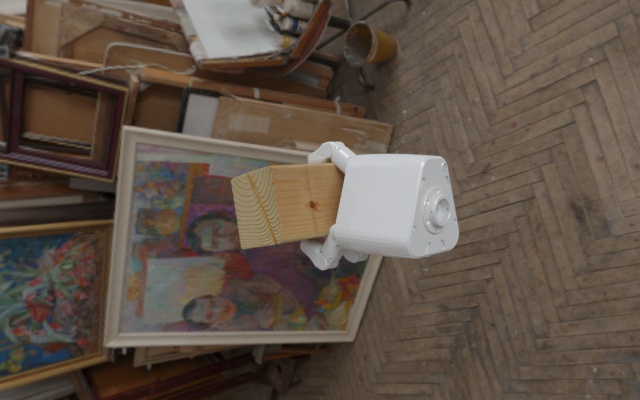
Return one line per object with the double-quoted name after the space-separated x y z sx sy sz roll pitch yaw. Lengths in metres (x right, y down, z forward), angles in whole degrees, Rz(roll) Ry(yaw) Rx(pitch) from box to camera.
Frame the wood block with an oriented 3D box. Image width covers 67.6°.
0.000 0.002 0.627 0.206 0.091 0.090 -6 -5 -41 "wood block"
